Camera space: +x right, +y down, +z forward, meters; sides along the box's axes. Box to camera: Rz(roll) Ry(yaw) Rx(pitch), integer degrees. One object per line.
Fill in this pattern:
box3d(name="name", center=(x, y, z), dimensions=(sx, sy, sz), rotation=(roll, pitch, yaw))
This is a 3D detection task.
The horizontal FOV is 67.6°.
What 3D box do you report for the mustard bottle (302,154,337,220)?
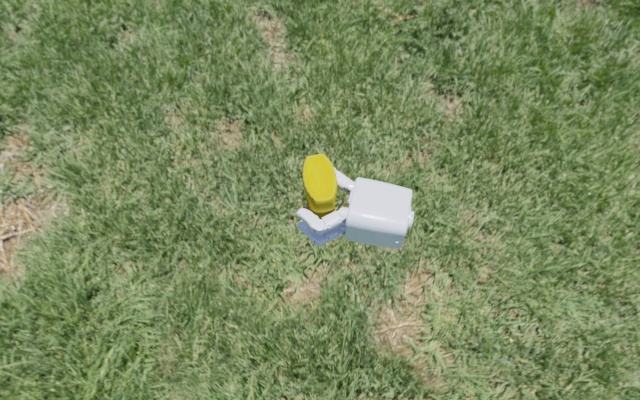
box3d(name="mustard bottle", center=(0.000, 0.003, 0.888), dimensions=(0.058, 0.096, 0.192), rotation=(-11, -27, -5))
